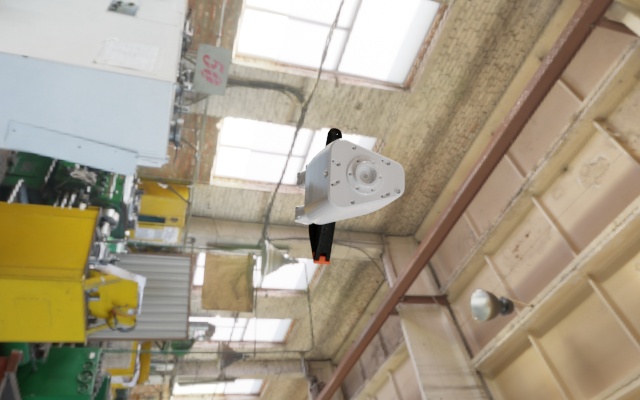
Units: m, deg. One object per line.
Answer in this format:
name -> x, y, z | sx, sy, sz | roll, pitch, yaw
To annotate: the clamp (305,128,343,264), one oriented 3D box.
clamp -> 0.001, 0.003, 0.800 | 0.036, 0.210, 0.164 | 5, -12, -14
